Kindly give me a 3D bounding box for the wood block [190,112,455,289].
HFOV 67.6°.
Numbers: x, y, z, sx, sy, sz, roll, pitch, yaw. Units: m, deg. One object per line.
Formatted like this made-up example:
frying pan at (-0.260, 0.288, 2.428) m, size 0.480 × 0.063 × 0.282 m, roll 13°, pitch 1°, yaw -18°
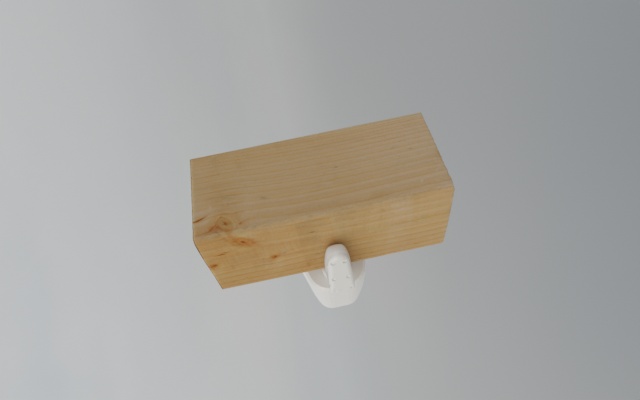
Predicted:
wood block at (0.000, 0.002, 0.425) m, size 0.206 × 0.090 × 0.090 m, roll -12°, pitch -36°, yaw -2°
